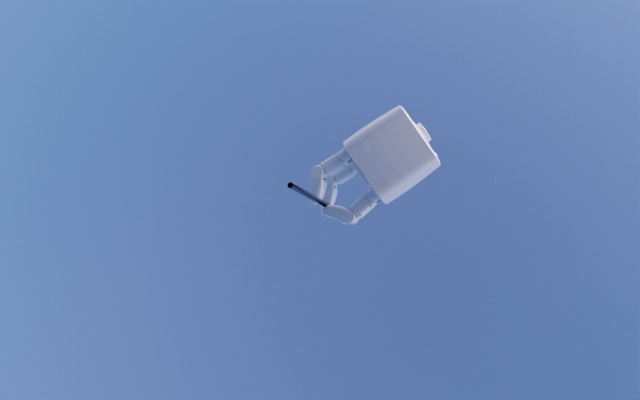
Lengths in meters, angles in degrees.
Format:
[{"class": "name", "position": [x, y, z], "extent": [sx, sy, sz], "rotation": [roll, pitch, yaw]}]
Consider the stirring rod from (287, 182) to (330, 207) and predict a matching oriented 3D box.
[{"class": "stirring rod", "position": [0.000, 0.002, 0.736], "extent": [0.011, 0.011, 0.239], "rotation": [0, -11, 20]}]
